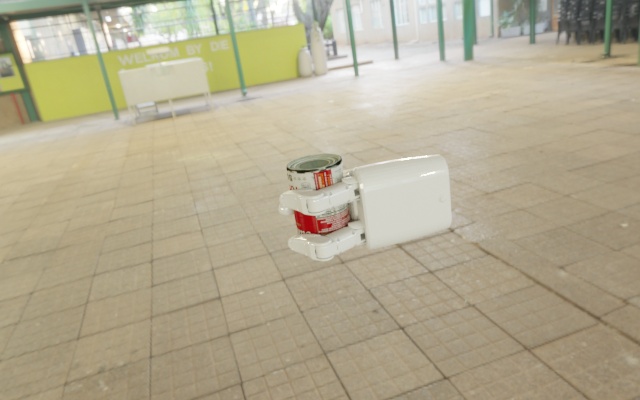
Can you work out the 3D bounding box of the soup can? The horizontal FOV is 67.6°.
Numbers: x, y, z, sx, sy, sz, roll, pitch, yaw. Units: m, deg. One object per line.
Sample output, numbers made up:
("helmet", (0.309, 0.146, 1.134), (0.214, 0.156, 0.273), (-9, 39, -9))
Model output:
("soup can", (0.000, 0.002, 0.570), (0.068, 0.102, 0.068), (-8, 19, 3))
